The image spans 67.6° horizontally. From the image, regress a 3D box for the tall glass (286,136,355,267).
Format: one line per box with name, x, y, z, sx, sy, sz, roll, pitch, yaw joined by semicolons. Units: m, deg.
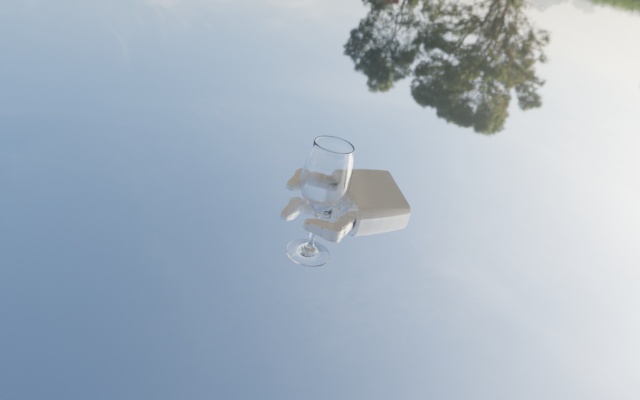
tall glass;0.000;0.003;0.747;0.079;0.201;0.079;10;29;-6
